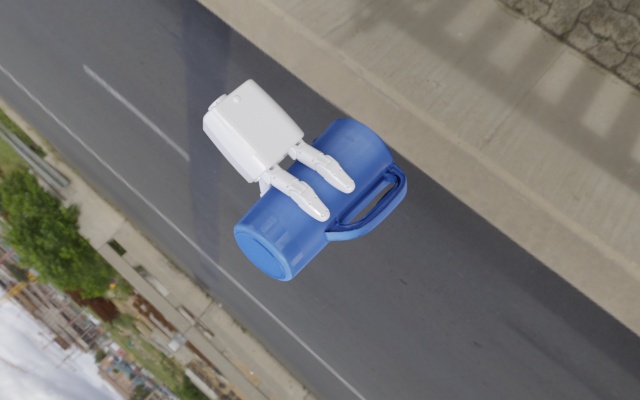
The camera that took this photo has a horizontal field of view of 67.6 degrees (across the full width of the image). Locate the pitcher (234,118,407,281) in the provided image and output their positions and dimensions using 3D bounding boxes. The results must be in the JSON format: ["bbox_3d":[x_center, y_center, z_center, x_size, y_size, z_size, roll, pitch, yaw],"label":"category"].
[{"bbox_3d":[0.000,0.002,0.697,0.242,0.145,0.149,-46,10,-26],"label":"pitcher"}]
